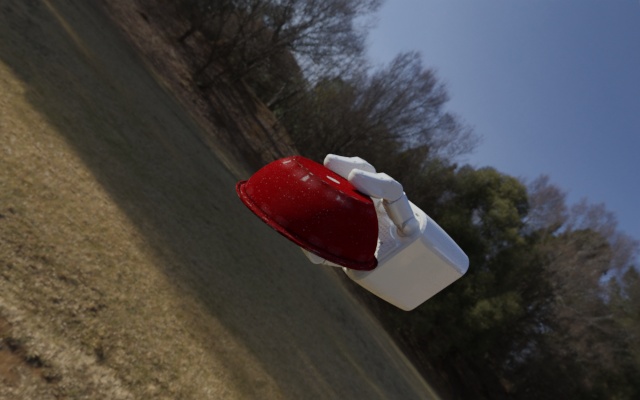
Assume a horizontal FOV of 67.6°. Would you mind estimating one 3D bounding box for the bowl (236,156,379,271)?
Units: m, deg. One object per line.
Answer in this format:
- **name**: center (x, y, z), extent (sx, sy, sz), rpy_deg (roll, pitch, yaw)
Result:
- **bowl**: center (-0.001, 0.001, 0.473), extent (0.162, 0.055, 0.162), rpy_deg (29, 12, -6)
